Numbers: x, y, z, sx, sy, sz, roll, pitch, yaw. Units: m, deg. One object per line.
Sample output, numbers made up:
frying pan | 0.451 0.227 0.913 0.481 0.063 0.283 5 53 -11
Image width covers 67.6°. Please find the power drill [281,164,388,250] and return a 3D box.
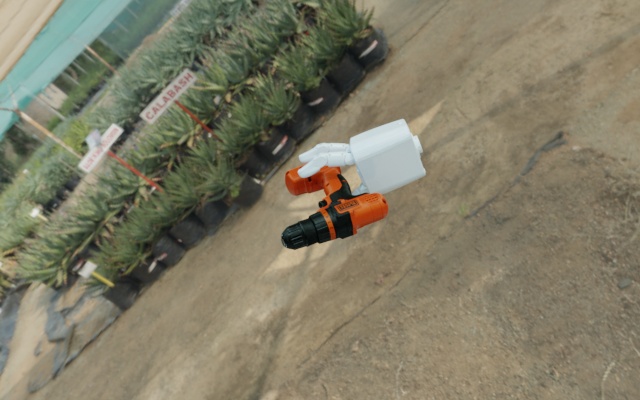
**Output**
power drill | 0.000 0.002 0.831 0.184 0.057 0.187 -18 37 -12
